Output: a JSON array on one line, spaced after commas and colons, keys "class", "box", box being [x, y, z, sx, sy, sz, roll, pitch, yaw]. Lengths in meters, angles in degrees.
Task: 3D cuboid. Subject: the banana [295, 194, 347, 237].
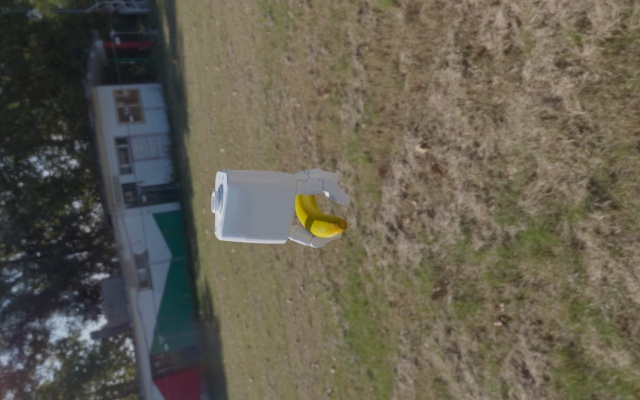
[{"class": "banana", "box": [-0.008, 0.017, 0.785, 0.037, 0.070, 0.197, 15, 22, -24]}]
